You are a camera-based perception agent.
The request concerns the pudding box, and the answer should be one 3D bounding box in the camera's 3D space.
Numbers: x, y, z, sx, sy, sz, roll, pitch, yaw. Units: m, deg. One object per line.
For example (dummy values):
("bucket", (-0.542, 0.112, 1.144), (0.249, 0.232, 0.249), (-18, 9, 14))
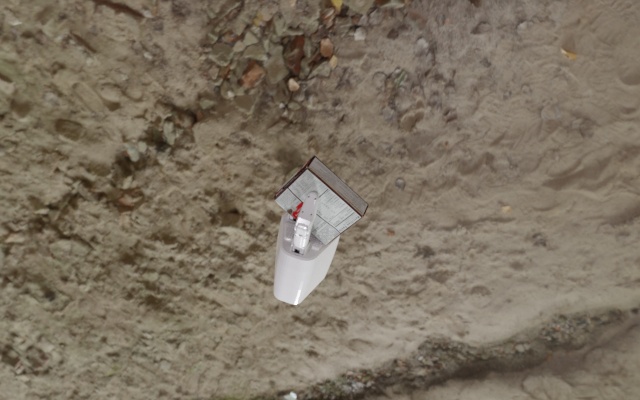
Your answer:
("pudding box", (0.000, 0.002, 0.706), (0.090, 0.113, 0.039), (-41, 14, 36))
